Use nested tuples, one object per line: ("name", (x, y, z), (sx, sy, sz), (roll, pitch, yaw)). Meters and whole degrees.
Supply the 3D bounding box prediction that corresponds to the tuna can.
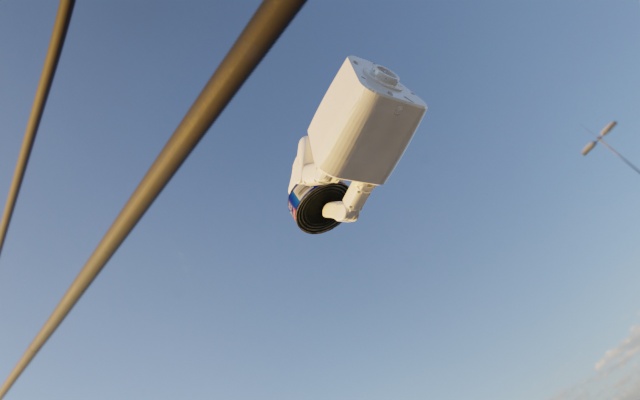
("tuna can", (0.000, 0.002, 0.641), (0.086, 0.086, 0.033), (0, 37, -33))
